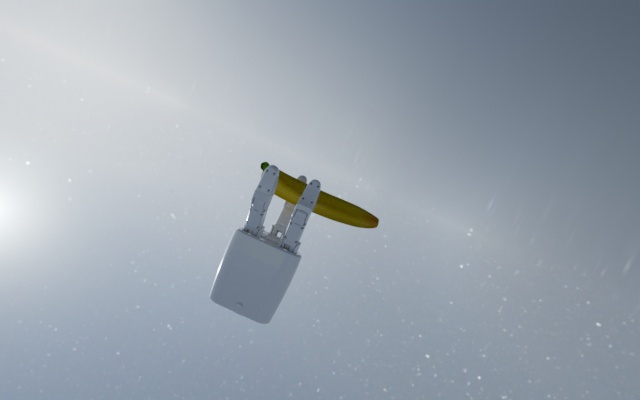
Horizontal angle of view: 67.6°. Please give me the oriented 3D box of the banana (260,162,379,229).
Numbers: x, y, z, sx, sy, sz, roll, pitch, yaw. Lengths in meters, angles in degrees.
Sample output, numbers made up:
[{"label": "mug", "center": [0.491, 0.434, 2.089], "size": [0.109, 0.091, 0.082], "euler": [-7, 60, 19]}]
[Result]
[{"label": "banana", "center": [-0.009, -0.001, 0.688], "size": [0.198, 0.037, 0.069], "euler": [25, -2, -22]}]
